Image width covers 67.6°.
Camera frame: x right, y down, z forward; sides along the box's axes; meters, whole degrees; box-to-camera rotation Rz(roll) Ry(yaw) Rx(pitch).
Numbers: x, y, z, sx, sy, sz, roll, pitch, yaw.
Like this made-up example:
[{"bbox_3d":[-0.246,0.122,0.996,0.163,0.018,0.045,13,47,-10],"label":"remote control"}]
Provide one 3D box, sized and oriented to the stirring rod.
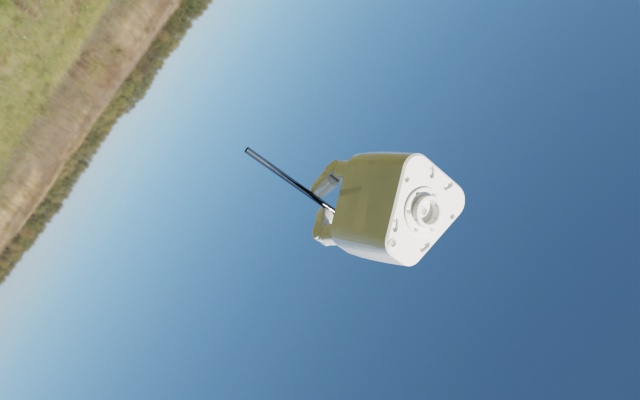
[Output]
[{"bbox_3d":[0.000,0.002,0.623,0.239,0.011,0.011,35,-17,-25],"label":"stirring rod"}]
